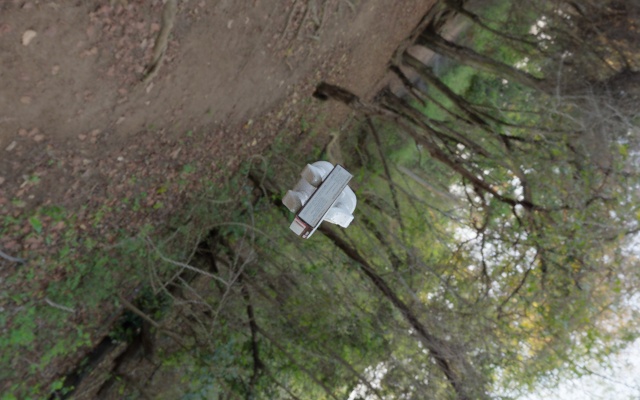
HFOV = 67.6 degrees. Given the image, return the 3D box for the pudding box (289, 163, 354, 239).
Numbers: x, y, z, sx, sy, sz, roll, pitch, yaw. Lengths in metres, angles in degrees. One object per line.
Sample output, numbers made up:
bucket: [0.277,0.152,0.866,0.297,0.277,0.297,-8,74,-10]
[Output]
pudding box: [0.000,0.003,0.766,0.039,0.113,0.090,35,-18,1]
